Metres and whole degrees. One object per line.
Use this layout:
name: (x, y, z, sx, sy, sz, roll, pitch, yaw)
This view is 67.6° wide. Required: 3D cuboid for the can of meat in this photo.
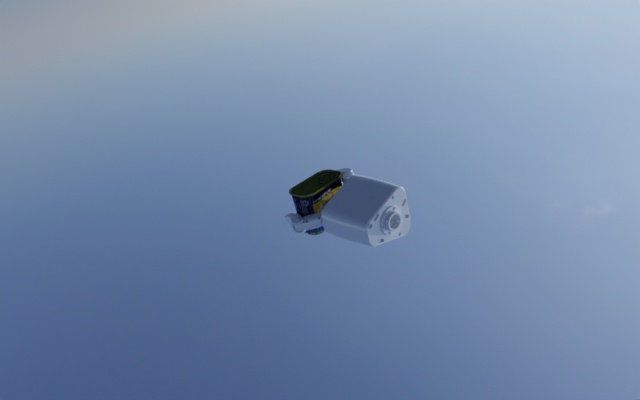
can of meat: (0.000, 0.003, 0.875, 0.102, 0.084, 0.057, -34, 31, -34)
